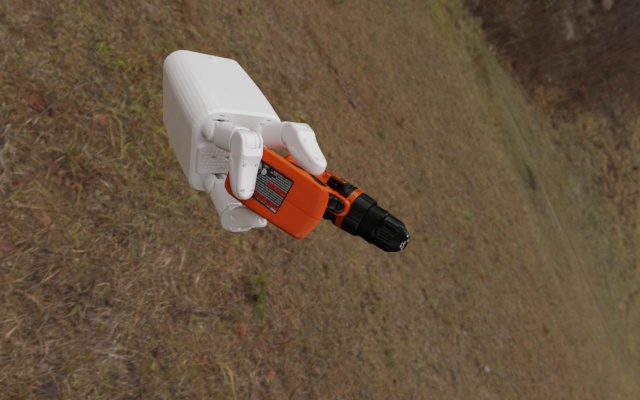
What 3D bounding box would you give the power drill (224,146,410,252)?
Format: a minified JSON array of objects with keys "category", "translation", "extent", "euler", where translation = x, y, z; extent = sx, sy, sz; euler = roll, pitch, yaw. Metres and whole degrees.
[{"category":"power drill","translation":[0.000,0.001,0.508],"extent":[0.184,0.057,0.187],"euler":[31,7,19]}]
